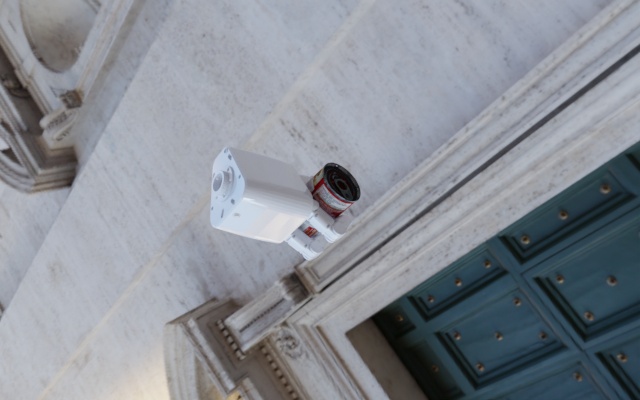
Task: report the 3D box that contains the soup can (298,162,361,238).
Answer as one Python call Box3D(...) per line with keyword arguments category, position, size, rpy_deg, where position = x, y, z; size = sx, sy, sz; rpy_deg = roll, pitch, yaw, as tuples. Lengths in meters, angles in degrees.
Box3D(category="soup can", position=(0.000, 0.002, 0.696), size=(0.068, 0.068, 0.102), rpy_deg=(0, -35, -48))
